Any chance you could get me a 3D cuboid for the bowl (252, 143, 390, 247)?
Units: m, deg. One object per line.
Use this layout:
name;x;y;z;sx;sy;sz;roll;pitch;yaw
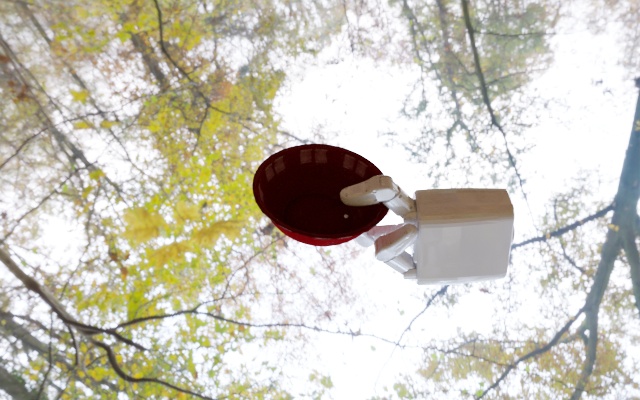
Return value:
bowl;-0.001;0.002;0.567;0.162;0.055;0.162;4;44;-4
